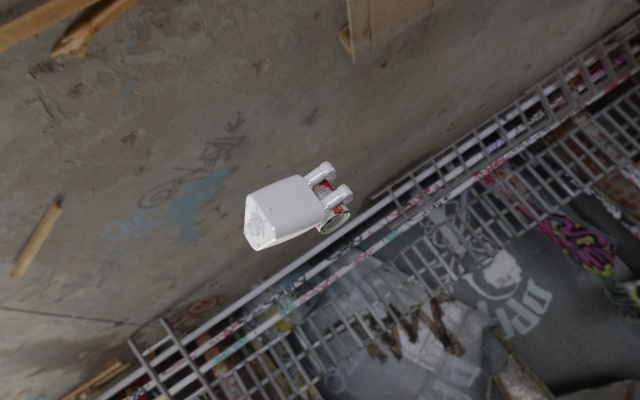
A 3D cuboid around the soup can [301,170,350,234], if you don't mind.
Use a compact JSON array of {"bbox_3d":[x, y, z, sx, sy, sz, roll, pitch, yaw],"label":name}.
[{"bbox_3d":[0.001,0.003,0.883,0.068,0.102,0.068,-32,-19,-12],"label":"soup can"}]
